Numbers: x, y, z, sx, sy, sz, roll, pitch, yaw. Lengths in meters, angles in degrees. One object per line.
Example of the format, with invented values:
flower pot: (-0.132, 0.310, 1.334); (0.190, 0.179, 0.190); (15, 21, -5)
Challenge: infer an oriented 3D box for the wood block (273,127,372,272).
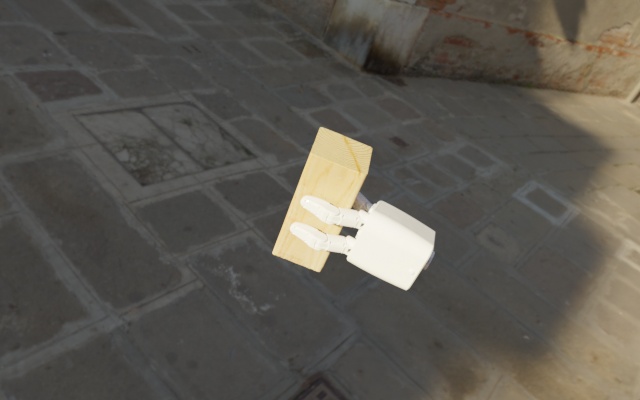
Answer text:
wood block: (0.001, 0.002, 0.767); (0.090, 0.206, 0.090); (22, 35, -2)
